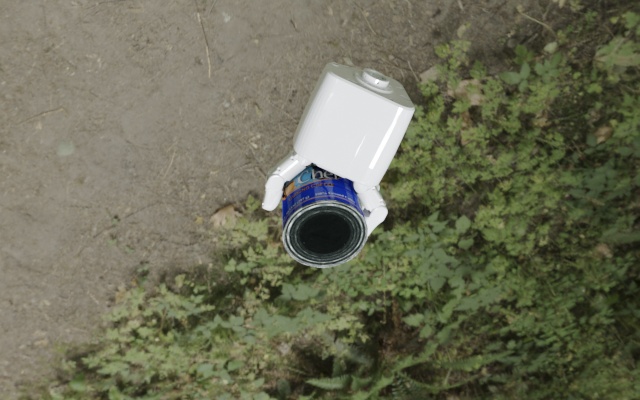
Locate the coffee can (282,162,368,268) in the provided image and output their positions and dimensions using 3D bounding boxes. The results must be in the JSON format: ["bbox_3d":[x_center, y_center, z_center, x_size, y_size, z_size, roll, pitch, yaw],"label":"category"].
[{"bbox_3d":[0.000,0.002,0.621,0.103,0.103,0.140,0,35,-6],"label":"coffee can"}]
